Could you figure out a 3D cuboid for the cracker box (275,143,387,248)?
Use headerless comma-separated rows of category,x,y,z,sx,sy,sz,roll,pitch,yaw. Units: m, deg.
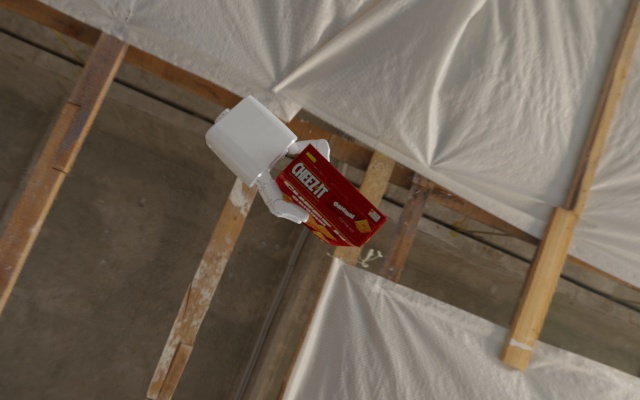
cracker box,0.000,0.003,0.801,0.164,0.072,0.214,44,-11,-5
